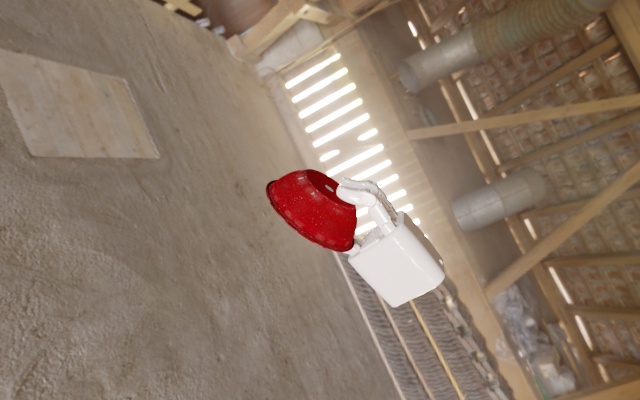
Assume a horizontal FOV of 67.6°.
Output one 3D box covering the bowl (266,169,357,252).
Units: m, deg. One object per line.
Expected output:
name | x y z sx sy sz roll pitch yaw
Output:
bowl | -0.001 0.001 0.713 0.162 0.055 0.162 32 21 -13
